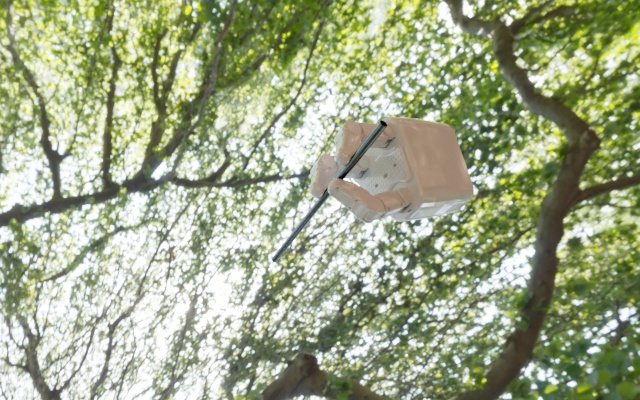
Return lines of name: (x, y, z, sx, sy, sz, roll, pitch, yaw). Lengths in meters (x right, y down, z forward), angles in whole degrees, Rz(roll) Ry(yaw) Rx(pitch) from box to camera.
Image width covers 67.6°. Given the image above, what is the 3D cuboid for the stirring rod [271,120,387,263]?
stirring rod: (0.000, 0.002, 0.511, 0.011, 0.011, 0.240, 0, -36, -36)
